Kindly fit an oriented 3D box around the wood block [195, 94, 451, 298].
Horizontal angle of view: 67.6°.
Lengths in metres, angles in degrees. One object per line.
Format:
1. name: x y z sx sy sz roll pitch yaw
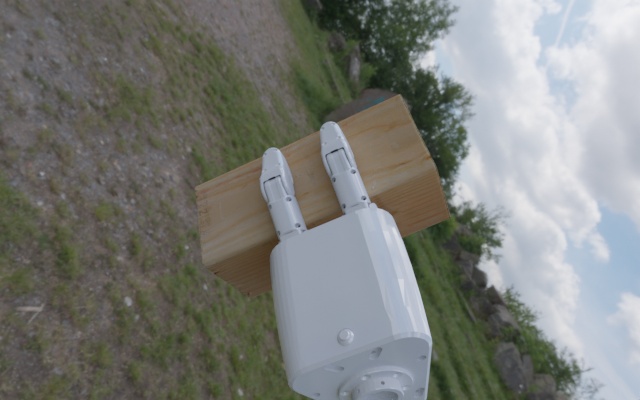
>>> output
1. wood block: 0.000 0.002 0.440 0.206 0.090 0.091 -23 -36 9
